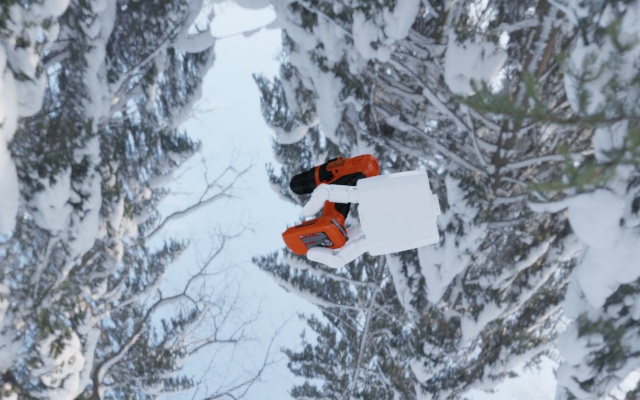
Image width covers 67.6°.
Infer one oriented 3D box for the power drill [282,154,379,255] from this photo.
[{"bbox_3d":[0.000,0.003,0.818,0.184,0.187,0.057,-15,-51,35],"label":"power drill"}]
